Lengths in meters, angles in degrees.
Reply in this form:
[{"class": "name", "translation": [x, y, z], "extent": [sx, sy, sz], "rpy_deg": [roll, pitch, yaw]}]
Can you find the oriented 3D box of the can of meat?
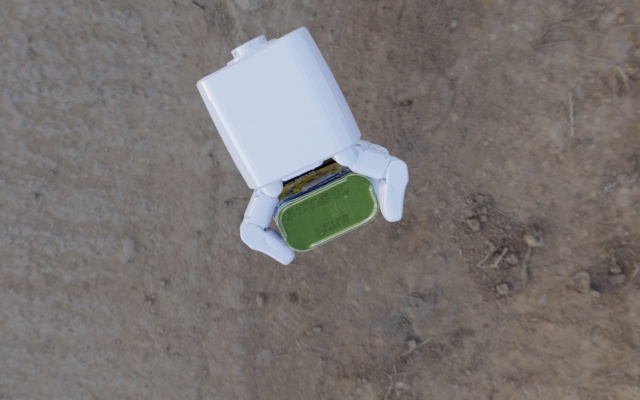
[{"class": "can of meat", "translation": [0.000, 0.002, 0.477], "extent": [0.102, 0.057, 0.084], "rpy_deg": [-25, 17, -4]}]
